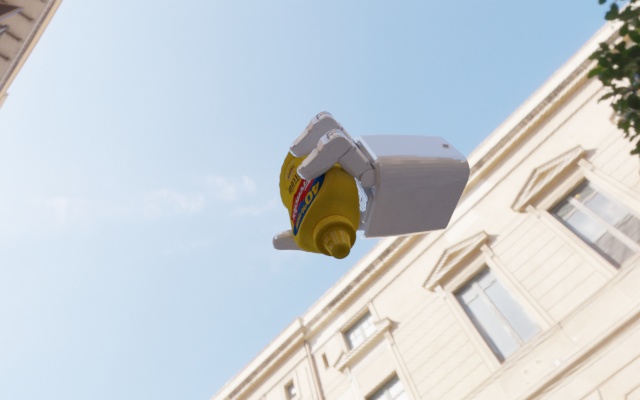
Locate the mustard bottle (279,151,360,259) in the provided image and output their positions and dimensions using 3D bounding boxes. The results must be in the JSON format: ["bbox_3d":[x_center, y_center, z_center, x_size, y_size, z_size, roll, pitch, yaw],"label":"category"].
[{"bbox_3d":[0.000,0.002,0.516,0.058,0.096,0.191,20,22,-23],"label":"mustard bottle"}]
